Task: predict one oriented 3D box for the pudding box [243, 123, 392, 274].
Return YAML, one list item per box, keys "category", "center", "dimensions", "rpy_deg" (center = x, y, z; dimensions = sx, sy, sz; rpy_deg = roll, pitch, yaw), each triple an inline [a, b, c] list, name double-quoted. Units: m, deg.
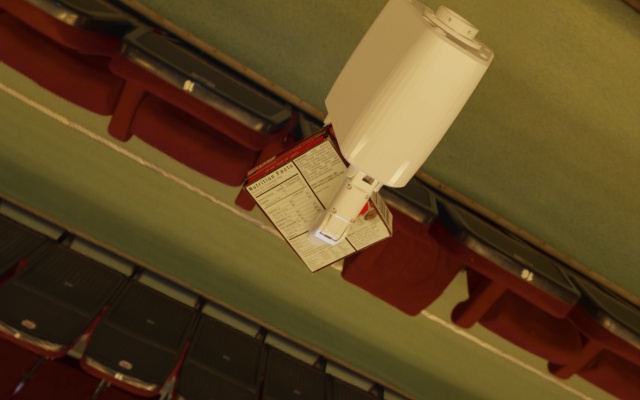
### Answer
- category: "pudding box"
  center: [0.000, 0.001, 0.426]
  dimensions: [0.090, 0.113, 0.039]
  rpy_deg: [-27, 23, 19]
